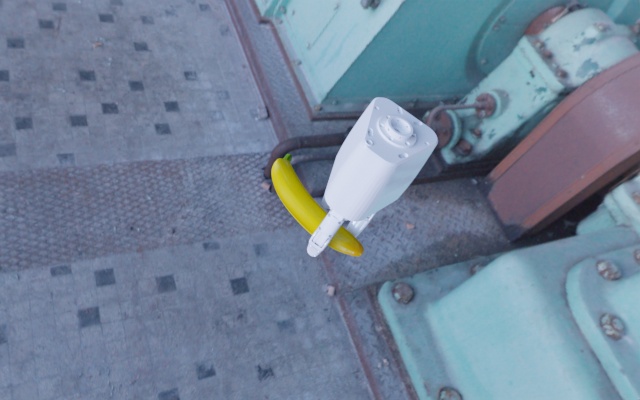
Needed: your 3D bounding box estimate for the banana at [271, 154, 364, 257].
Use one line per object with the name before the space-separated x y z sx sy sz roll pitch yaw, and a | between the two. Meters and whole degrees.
banana | -0.016 0.004 0.667 0.069 0.197 0.037 -17 -29 -38
